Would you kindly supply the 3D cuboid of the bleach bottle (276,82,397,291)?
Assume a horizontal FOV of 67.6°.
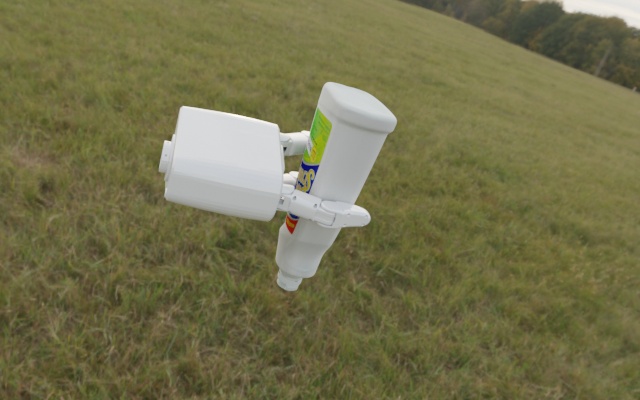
[{"bbox_3d":[0.000,0.002,0.542,0.068,0.251,0.102,11,26,-20],"label":"bleach bottle"}]
